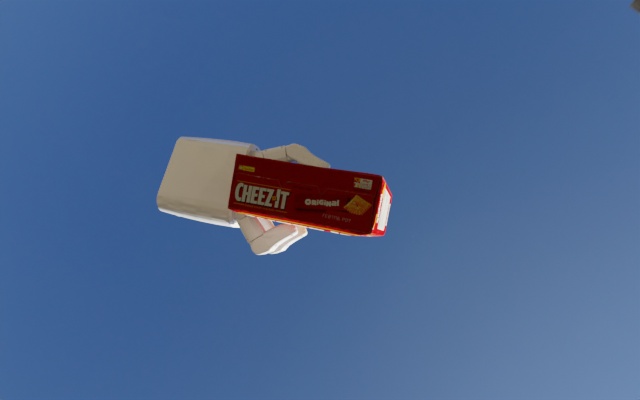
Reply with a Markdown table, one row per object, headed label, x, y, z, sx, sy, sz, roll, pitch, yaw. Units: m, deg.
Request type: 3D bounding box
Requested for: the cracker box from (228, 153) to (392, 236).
| label | x | y | z | sx | sy | sz | roll | pitch | yaw |
| --- | --- | --- | --- | --- | --- | --- | --- | --- | --- |
| cracker box | 0.000 | 0.002 | 0.605 | 0.164 | 0.072 | 0.214 | 9 | -2 | 12 |
